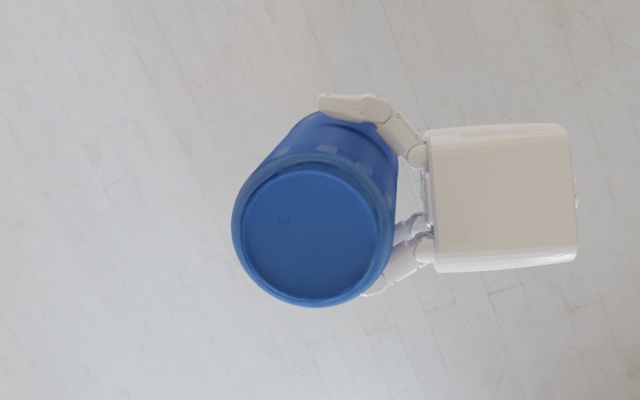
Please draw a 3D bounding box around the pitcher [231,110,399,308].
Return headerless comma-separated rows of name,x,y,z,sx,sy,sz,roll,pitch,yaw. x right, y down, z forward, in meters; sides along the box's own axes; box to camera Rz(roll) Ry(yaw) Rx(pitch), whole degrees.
pitcher,0.000,0.001,0.420,0.145,0.149,0.242,-3,14,8
